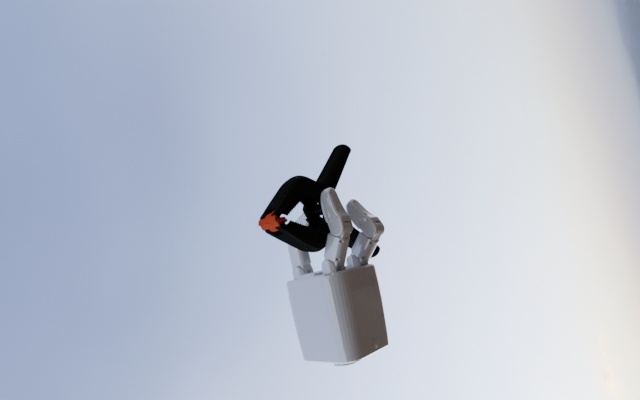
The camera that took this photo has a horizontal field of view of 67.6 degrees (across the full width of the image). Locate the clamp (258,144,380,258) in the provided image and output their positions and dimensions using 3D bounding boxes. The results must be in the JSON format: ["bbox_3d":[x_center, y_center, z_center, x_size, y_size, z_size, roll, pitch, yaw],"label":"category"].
[{"bbox_3d":[-0.001,0.002,0.607,0.036,0.164,0.210,-19,-10,36],"label":"clamp"}]
